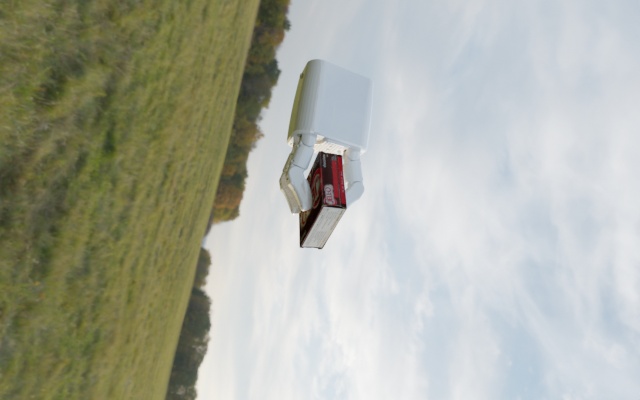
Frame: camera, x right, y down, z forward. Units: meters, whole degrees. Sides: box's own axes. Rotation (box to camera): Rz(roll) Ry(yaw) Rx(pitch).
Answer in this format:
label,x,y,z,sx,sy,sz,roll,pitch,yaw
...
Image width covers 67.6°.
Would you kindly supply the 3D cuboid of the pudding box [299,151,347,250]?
label,x,y,z,sx,sy,sz,roll,pitch,yaw
pudding box,0.000,0.002,0.656,0.039,0.090,0.114,7,-36,-13
